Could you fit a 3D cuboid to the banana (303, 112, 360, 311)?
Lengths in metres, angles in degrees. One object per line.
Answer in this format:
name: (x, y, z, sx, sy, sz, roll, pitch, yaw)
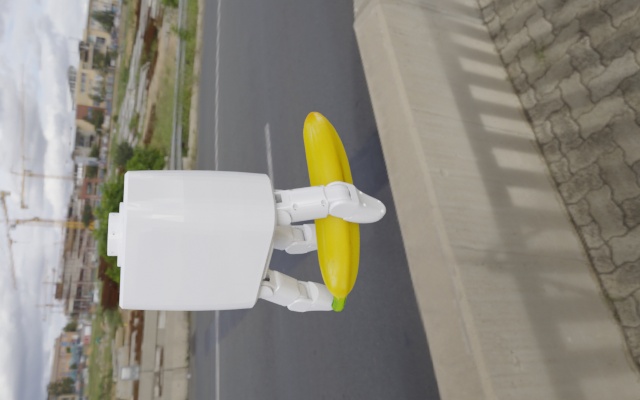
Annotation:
banana: (0.007, 0.000, 0.437, 0.037, 0.197, 0.070, 0, -14, -21)
